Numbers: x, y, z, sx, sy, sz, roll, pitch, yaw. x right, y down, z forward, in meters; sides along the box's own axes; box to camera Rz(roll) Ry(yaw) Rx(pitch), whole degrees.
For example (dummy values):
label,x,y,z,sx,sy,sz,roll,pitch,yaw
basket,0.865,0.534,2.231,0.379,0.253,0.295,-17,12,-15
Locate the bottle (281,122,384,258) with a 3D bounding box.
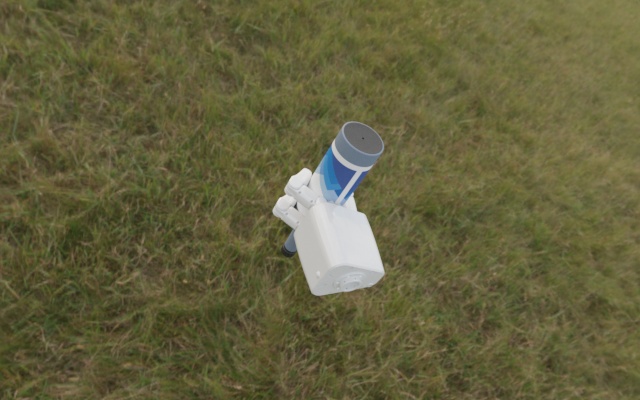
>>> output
label,x,y,z,sx,sy,sz,roll,pitch,yaw
bottle,0.000,0.002,0.768,0.069,0.069,0.296,0,-38,-31
